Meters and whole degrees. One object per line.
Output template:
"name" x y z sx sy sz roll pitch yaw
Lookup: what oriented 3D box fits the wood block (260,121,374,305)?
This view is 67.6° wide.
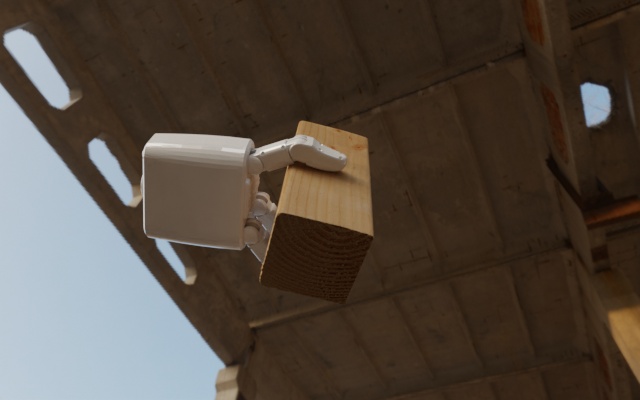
"wood block" 0.000 0.001 0.525 0.090 0.091 0.206 14 32 -5
